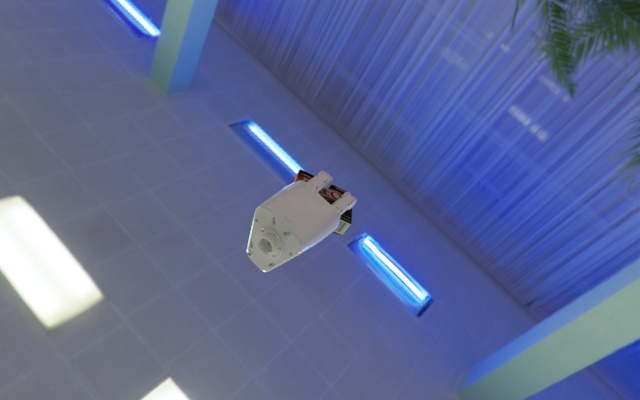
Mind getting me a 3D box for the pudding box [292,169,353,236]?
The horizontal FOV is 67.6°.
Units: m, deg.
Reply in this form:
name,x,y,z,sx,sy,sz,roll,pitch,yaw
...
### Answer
name,x,y,z,sx,sy,sz,roll,pitch,yaw
pudding box,0.000,0.003,0.834,0.113,0.039,0.090,27,35,-13
